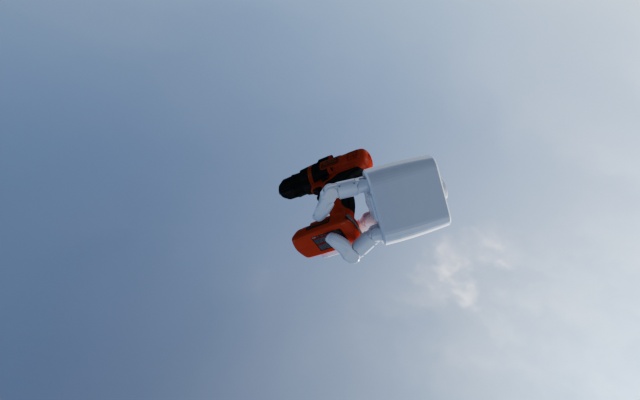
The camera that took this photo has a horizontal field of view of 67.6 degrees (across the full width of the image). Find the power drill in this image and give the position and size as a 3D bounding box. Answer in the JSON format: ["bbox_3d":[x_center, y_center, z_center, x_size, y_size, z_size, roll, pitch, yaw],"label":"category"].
[{"bbox_3d":[0.000,0.003,0.802,0.184,0.187,0.057,-21,-50,24],"label":"power drill"}]
